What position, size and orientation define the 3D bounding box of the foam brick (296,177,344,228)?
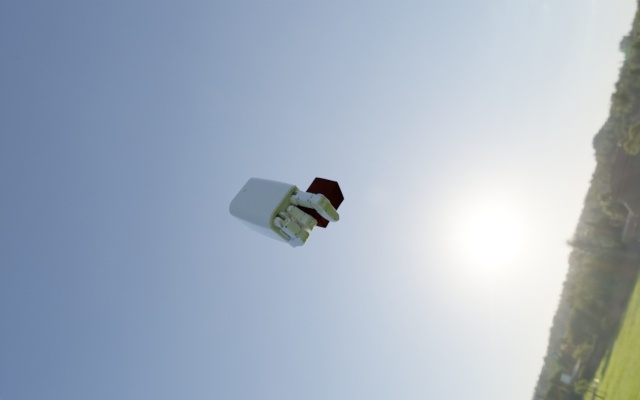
[{"bbox_3d":[0.000,0.003,0.895,0.051,0.078,0.053,14,-36,32],"label":"foam brick"}]
